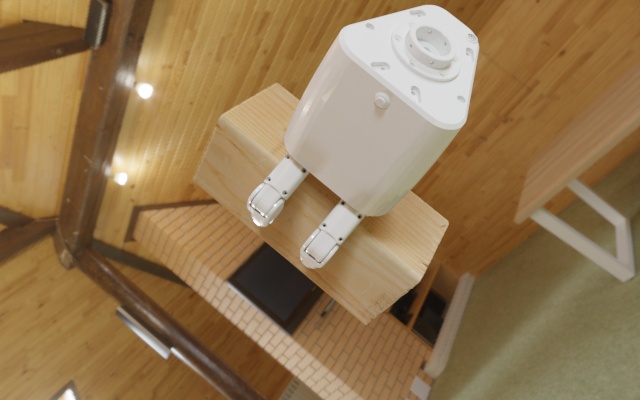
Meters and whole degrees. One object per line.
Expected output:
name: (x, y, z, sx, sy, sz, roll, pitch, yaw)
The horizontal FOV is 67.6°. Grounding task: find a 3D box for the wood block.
wood block: (0.000, 0.001, 0.437, 0.090, 0.206, 0.090, -47, -5, -47)
